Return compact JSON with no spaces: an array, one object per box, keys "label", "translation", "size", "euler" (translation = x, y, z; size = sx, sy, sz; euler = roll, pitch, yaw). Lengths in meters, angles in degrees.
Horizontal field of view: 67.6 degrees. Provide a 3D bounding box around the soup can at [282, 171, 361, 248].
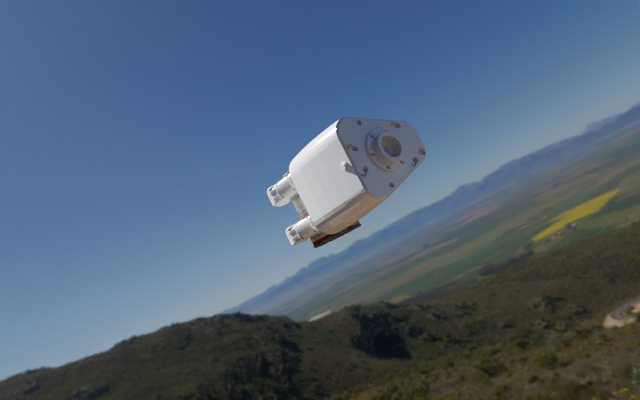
[{"label":"soup can","translation":[0.000,0.002,0.621],"size":[0.068,0.102,0.068],"euler":[-26,-7,-3]}]
